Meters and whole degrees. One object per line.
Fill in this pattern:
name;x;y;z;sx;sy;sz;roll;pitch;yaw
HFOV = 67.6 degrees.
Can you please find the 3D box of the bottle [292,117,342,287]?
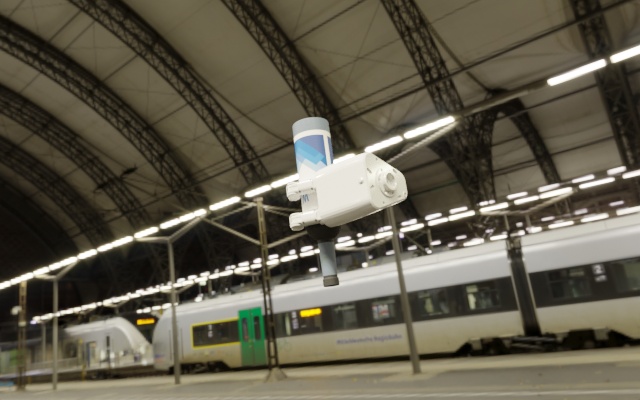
bottle;0.000;0.003;0.840;0.069;0.295;0.069;-7;-14;-2
